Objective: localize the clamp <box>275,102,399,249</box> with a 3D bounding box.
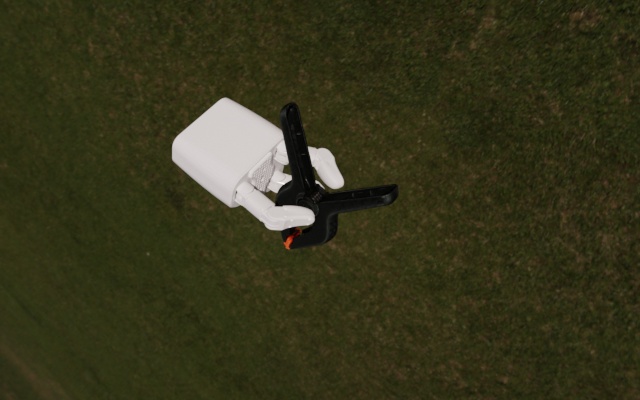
[{"bbox_3d":[-0.001,0.003,0.592,0.164,0.210,0.036,36,48,16],"label":"clamp"}]
